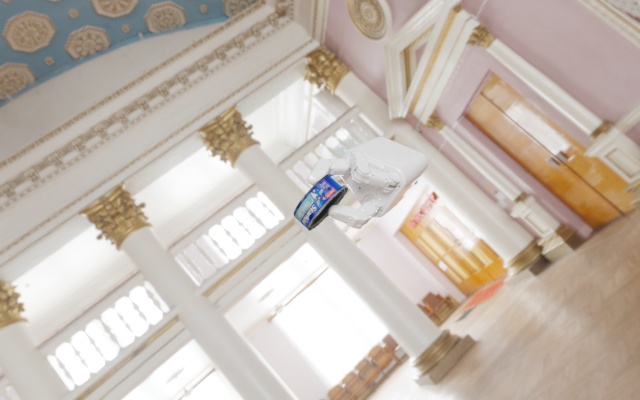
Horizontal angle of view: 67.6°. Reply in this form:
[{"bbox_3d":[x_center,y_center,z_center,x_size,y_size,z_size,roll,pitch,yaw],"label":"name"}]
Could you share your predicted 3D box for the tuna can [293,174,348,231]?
[{"bbox_3d":[0.000,0.002,0.701,0.033,0.086,0.086,42,9,10],"label":"tuna can"}]
